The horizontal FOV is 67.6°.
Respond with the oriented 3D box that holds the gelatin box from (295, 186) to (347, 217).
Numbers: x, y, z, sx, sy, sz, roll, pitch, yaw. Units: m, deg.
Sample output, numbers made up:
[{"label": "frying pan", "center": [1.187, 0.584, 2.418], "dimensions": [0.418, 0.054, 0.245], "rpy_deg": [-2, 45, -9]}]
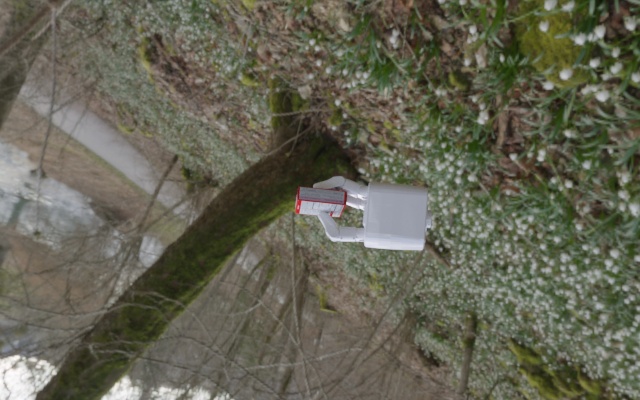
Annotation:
[{"label": "gelatin box", "center": [0.000, 0.003, 0.874], "dimensions": [0.089, 0.030, 0.073], "rpy_deg": [5, -20, -4]}]
